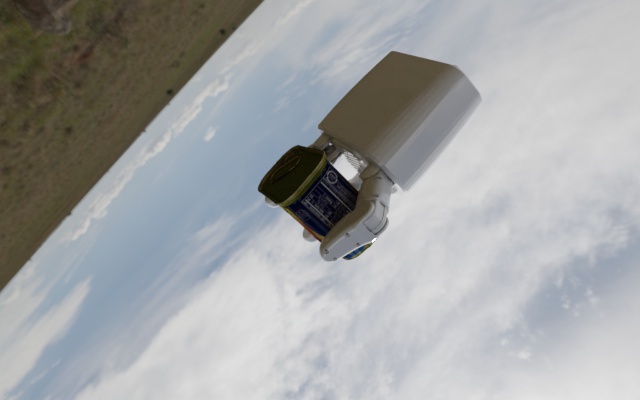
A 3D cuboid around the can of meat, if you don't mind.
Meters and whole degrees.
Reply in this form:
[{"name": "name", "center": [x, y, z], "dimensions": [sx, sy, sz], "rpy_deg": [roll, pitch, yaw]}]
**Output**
[{"name": "can of meat", "center": [0.000, 0.002, 0.425], "dimensions": [0.084, 0.057, 0.102], "rpy_deg": [43, -6, -22]}]
